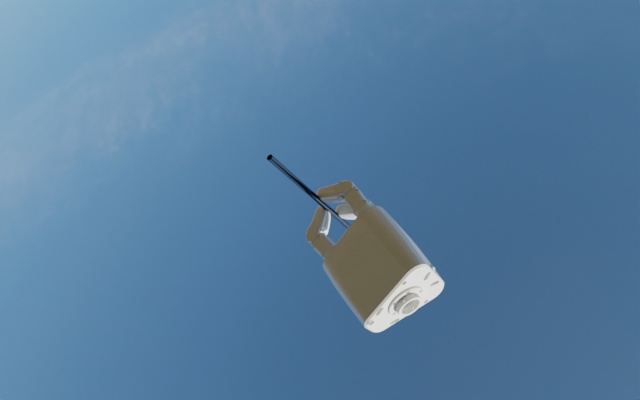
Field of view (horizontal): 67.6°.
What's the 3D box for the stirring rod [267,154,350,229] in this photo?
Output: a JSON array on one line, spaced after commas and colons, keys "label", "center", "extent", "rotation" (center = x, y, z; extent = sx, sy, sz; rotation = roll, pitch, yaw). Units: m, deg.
[{"label": "stirring rod", "center": [0.000, 0.002, 0.657], "extent": [0.011, 0.011, 0.240], "rotation": [0, -26, 34]}]
